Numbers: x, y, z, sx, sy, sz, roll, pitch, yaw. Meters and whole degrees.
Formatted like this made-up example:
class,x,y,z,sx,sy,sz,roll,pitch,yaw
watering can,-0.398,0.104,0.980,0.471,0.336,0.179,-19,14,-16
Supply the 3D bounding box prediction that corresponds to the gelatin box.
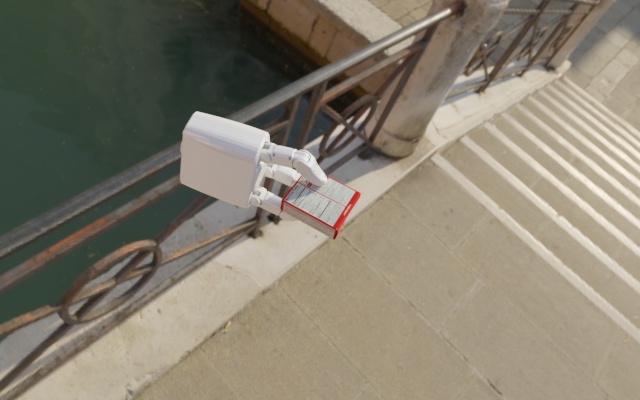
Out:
class,x,y,z,sx,sy,sz,roll,pitch,yaw
gelatin box,0.000,0.002,0.663,0.089,0.073,0.030,27,-34,12
